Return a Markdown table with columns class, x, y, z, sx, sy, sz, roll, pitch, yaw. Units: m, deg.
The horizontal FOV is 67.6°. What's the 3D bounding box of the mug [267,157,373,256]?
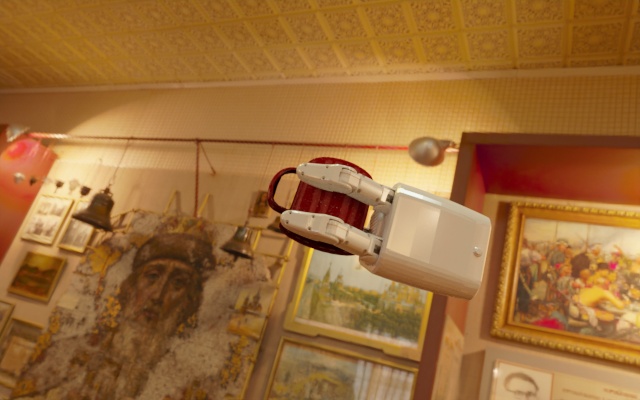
| class | x | y | z | sx | sy | sz | roll | pitch | yaw |
| --- | --- | --- | --- | --- | --- | --- | --- | --- | --- |
| mug | -0.001 | 0.001 | 0.521 | 0.117 | 0.081 | 0.093 | 20 | -20 | -6 |
